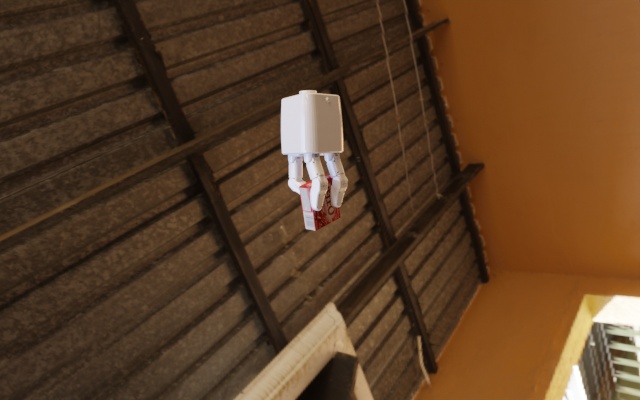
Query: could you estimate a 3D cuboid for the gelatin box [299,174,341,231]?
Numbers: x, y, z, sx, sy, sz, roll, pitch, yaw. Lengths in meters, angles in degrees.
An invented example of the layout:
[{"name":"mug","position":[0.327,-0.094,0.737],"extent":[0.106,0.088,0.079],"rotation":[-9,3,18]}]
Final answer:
[{"name":"gelatin box","position":[0.000,0.003,0.897],"extent":[0.030,0.089,0.073],"rotation":[9,25,42]}]
